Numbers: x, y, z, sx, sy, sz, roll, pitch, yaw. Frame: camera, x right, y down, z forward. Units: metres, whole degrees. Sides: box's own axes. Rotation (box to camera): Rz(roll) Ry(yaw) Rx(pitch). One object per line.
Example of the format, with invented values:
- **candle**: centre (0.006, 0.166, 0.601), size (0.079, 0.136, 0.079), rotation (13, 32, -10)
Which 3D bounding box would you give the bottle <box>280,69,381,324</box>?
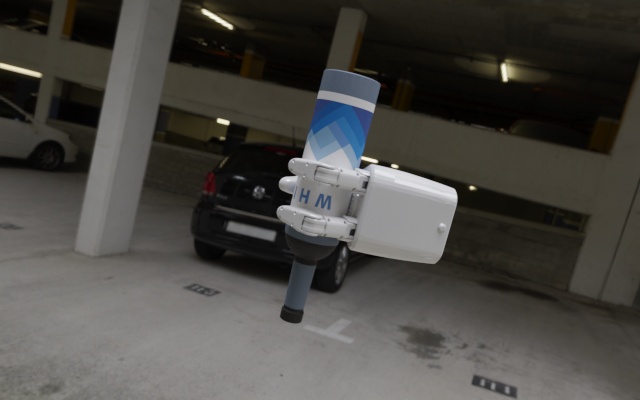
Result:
- **bottle**: centre (0.000, 0.002, 0.560), size (0.069, 0.296, 0.069), rotation (14, 7, -2)
